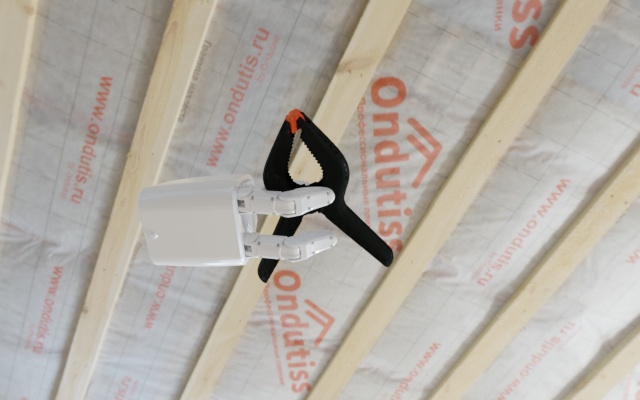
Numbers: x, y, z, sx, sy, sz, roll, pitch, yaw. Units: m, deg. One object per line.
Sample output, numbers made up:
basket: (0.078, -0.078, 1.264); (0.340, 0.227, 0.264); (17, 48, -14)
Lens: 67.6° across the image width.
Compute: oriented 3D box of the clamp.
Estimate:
clamp: (0.000, 0.001, 0.538); (0.164, 0.210, 0.036); (-3, 26, 2)
